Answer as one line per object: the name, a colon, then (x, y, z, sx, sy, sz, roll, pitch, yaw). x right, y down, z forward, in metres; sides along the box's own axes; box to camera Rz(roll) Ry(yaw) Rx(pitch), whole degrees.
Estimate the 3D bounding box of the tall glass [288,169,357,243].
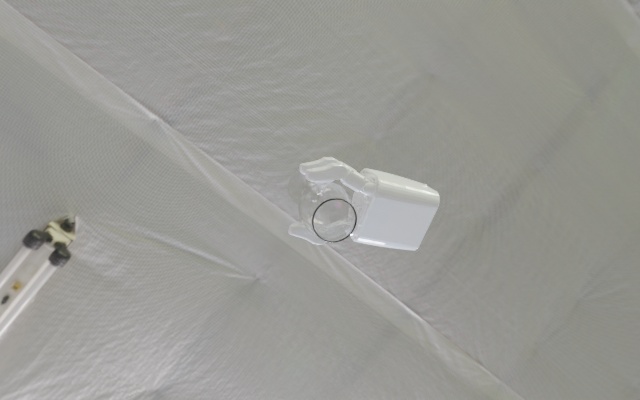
tall glass: (0.000, 0.002, 0.730, 0.079, 0.079, 0.201, 0, 14, -11)
